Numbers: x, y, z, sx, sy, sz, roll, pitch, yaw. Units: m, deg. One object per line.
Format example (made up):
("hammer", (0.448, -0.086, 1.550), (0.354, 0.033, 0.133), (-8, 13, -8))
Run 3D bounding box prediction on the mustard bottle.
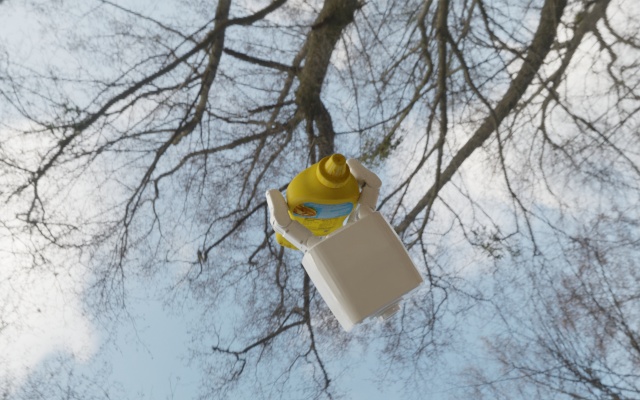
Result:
("mustard bottle", (0.000, 0.002, 0.636), (0.096, 0.058, 0.192), (1, -31, -15))
